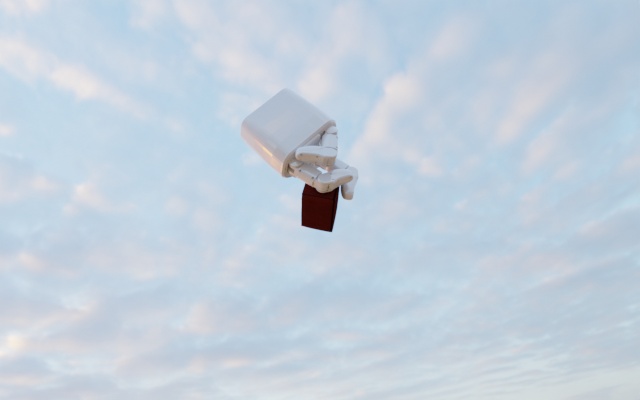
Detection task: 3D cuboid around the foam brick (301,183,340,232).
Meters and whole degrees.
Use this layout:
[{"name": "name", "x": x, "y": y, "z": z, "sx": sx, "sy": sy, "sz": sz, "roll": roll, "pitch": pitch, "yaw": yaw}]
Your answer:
[{"name": "foam brick", "x": 0.000, "y": 0.003, "z": 0.746, "sx": 0.051, "sy": 0.053, "sz": 0.078, "roll": 9, "pitch": -43, "yaw": 5}]
